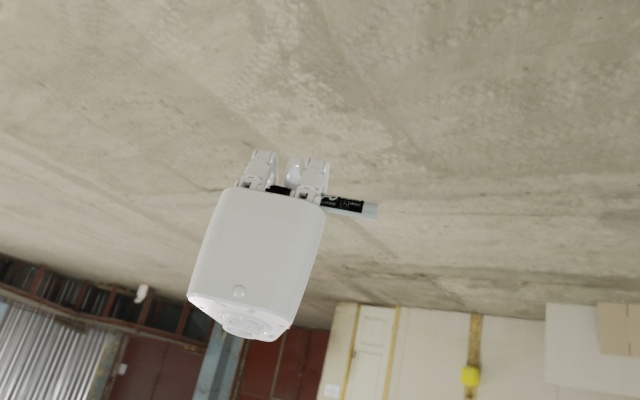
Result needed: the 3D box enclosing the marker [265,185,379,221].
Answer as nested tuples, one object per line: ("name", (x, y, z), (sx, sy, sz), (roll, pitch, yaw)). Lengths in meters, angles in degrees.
("marker", (0.000, 0.002, 0.499), (0.121, 0.020, 0.020), (11, 2, 9))
